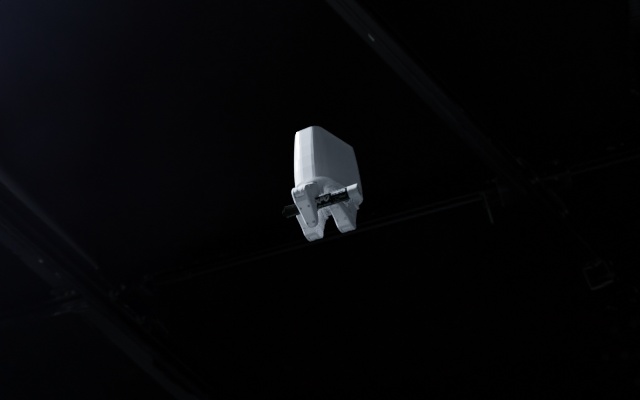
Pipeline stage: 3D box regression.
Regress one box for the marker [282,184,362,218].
[{"bbox_3d":[0.000,0.002,0.684,0.121,0.020,0.020,-17,-6,20],"label":"marker"}]
